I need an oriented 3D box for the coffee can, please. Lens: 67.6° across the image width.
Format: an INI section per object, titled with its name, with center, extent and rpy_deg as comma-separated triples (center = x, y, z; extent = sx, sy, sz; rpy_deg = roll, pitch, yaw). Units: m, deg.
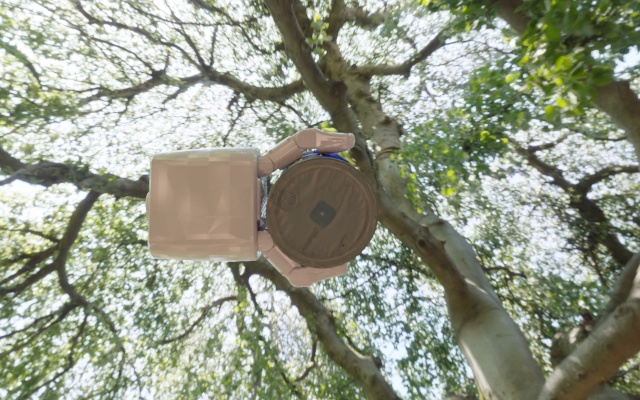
[coffee can]
center = 0.000, 0.002, 0.499
extent = 0.103, 0.103, 0.140
rpy_deg = 0, 9, -1
